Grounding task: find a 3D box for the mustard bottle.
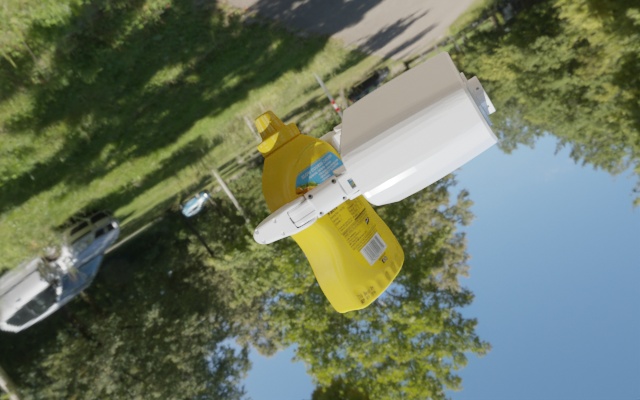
[{"bbox_3d":[0.000,0.002,0.444,0.058,0.191,0.096,-25,11,46],"label":"mustard bottle"}]
